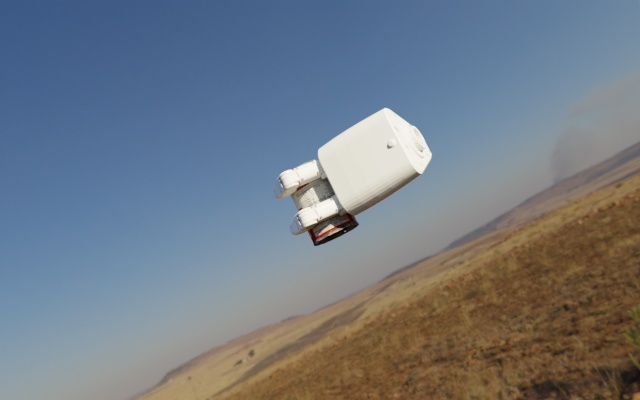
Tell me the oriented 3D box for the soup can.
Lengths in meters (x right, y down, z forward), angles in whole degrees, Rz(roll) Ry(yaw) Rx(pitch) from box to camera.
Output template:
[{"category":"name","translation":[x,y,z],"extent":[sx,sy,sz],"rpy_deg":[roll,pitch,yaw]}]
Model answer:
[{"category":"soup can","translation":[0.000,0.002,0.654],"extent":[0.068,0.102,0.068],"rpy_deg":[-25,-11,-5]}]
